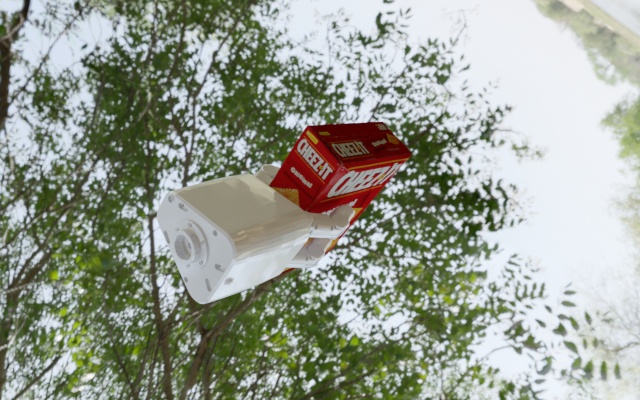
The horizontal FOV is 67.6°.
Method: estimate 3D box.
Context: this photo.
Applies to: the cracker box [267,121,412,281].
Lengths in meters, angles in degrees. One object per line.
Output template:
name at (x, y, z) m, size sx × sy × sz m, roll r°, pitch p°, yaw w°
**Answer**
cracker box at (0.000, 0.002, 0.616) m, size 0.164 × 0.072 × 0.214 m, roll -15°, pitch -31°, yaw -52°
